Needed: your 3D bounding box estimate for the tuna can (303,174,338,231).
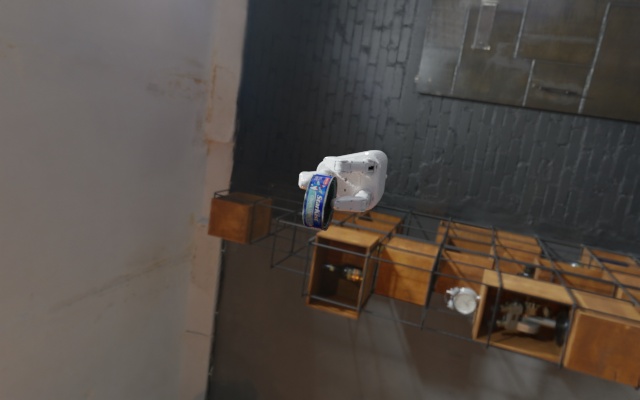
[{"bbox_3d":[0.000,0.002,0.741,0.034,0.086,0.086,11,2,12],"label":"tuna can"}]
